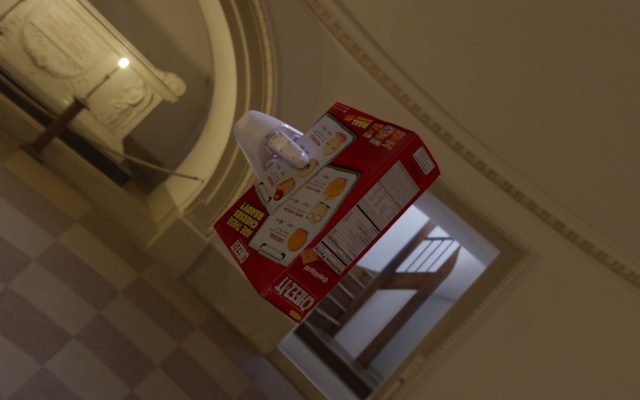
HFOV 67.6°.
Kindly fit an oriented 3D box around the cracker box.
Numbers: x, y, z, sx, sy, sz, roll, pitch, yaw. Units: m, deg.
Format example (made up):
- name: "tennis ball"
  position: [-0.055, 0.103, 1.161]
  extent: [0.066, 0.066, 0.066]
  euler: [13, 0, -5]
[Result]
- name: "cracker box"
  position: [0.000, 0.001, 0.524]
  extent: [0.072, 0.213, 0.164]
  euler: [46, -4, -35]
